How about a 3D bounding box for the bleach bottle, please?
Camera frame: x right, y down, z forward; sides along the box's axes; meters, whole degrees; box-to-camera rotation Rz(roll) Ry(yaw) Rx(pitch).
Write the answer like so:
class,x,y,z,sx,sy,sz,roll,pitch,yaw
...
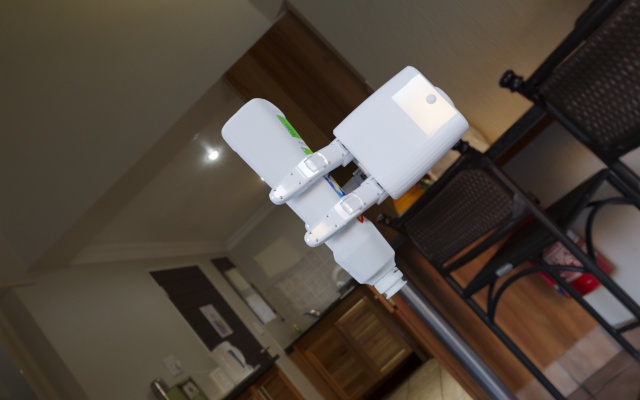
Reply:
class,x,y,z,sx,sy,sz,roll,pitch,yaw
bleach bottle,0.000,0.002,0.529,0.068,0.251,0.102,-43,-10,6
